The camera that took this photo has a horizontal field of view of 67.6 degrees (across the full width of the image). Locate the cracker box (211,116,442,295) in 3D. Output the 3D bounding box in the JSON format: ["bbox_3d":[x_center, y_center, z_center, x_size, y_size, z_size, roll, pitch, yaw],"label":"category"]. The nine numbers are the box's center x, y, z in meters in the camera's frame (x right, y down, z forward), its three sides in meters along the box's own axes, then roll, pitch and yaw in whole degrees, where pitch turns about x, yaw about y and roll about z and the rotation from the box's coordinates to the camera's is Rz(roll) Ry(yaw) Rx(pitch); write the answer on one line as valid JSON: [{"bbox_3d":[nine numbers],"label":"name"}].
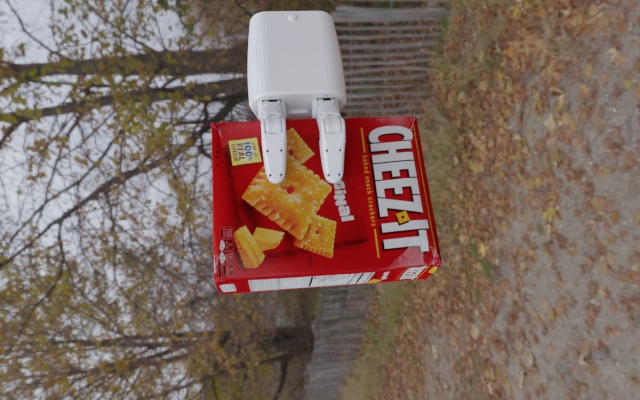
[{"bbox_3d":[0.000,0.002,0.484,0.214,0.164,0.072,-3,-20,-6],"label":"cracker box"}]
